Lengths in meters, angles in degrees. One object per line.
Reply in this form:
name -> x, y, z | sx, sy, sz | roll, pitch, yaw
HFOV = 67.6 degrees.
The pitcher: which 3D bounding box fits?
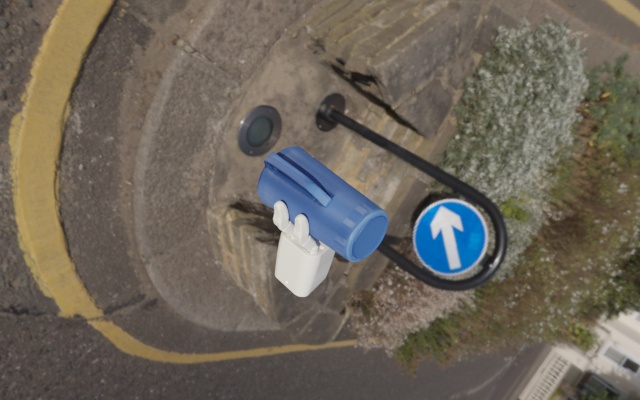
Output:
pitcher -> 0.000, 0.003, 0.884 | 0.149, 0.145, 0.242 | -17, 41, -43
